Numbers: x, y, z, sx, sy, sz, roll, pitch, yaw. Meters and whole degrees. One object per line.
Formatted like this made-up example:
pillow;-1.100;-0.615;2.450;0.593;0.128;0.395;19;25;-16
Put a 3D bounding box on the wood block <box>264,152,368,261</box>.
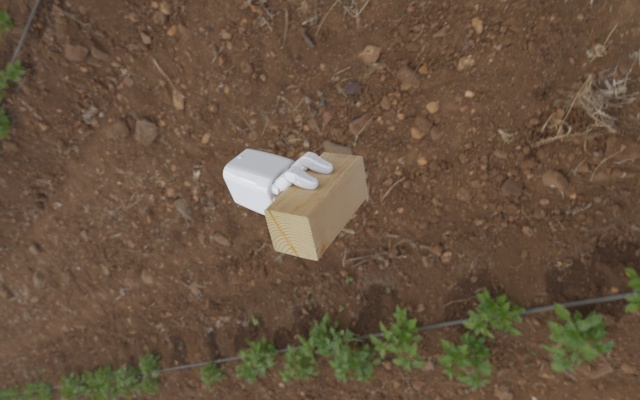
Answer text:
wood block;0.000;0.003;0.858;0.090;0.091;0.206;9;37;29
